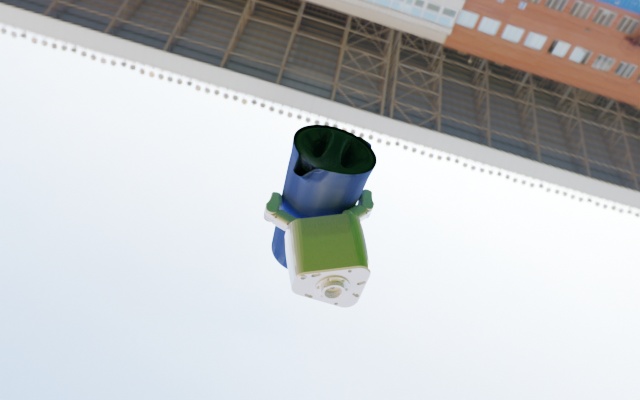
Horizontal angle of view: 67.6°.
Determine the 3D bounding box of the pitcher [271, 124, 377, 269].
[{"bbox_3d":[0.000,0.003,0.803,0.149,0.243,0.145,8,39,-14],"label":"pitcher"}]
